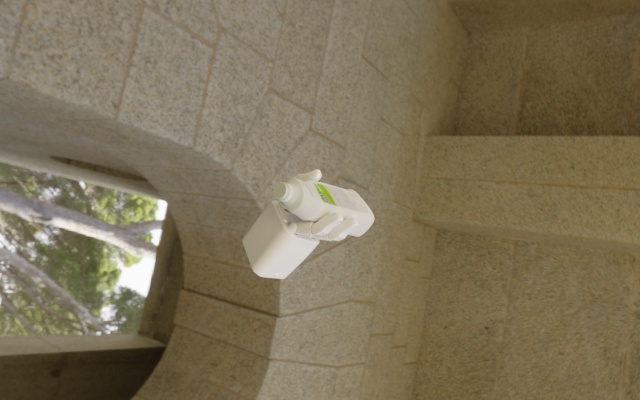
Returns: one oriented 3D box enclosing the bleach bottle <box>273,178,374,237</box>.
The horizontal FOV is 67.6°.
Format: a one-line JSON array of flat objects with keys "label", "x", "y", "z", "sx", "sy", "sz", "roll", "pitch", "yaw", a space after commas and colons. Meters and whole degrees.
[{"label": "bleach bottle", "x": 0.000, "y": 0.003, "z": 0.871, "sx": 0.251, "sy": 0.068, "sz": 0.102, "roll": 19, "pitch": 26, "yaw": -53}]
